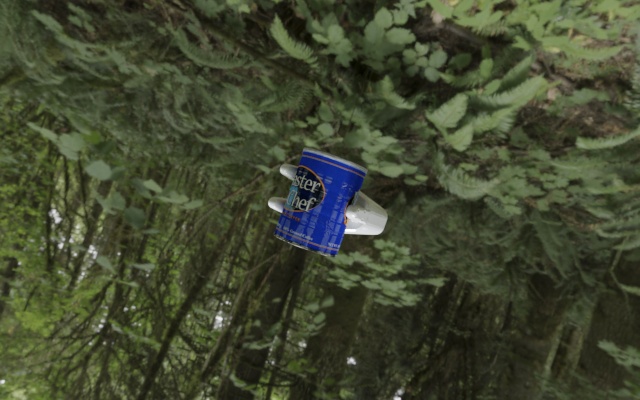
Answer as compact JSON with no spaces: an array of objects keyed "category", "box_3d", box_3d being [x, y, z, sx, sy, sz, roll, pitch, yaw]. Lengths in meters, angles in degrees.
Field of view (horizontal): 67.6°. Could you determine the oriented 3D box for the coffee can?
[{"category":"coffee can","box_3d":[0.000,0.002,0.723,0.103,0.140,0.103,20,0,0]}]
